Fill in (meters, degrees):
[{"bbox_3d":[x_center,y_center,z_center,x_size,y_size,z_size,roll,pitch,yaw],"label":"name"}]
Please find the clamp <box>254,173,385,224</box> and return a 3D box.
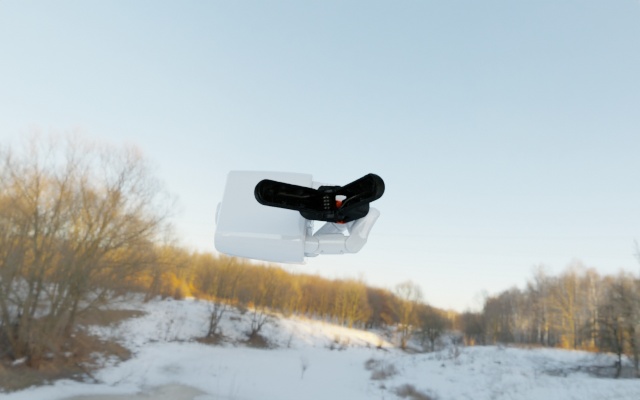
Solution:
[{"bbox_3d":[0.000,0.001,0.501,0.120,0.039,0.171,5,-12,3],"label":"clamp"}]
